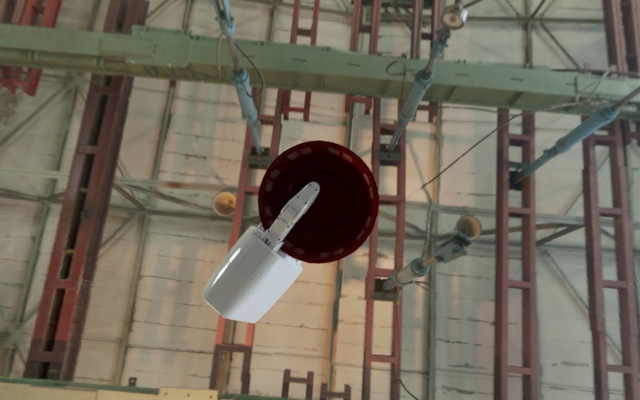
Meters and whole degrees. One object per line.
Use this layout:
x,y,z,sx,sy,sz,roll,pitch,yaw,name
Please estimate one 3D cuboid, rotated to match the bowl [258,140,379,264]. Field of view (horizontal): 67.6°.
0.001,0.001,0.647,0.162,0.162,0.055,0,0,11,bowl
